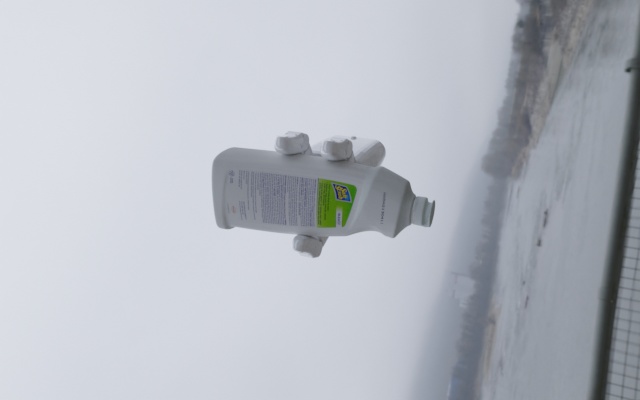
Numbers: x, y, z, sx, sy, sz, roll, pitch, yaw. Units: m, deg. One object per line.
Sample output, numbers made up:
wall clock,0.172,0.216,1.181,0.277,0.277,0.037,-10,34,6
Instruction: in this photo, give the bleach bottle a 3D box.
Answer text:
bleach bottle,0.000,0.002,0.541,0.251,0.103,0.068,10,26,20
